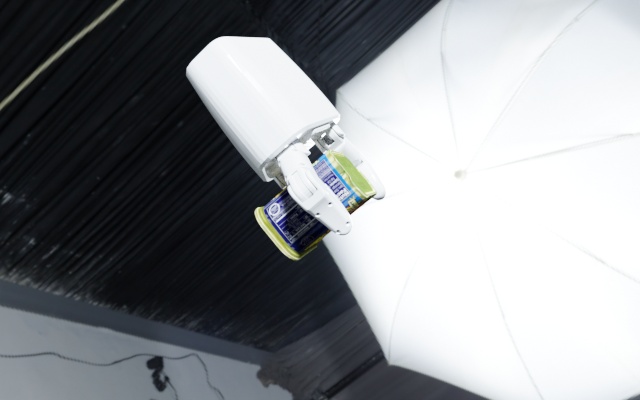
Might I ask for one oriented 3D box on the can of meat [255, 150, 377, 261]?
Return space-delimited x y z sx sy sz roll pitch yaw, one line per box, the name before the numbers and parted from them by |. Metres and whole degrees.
can of meat | 0.000 0.001 0.433 0.084 0.057 0.102 -41 -5 11
